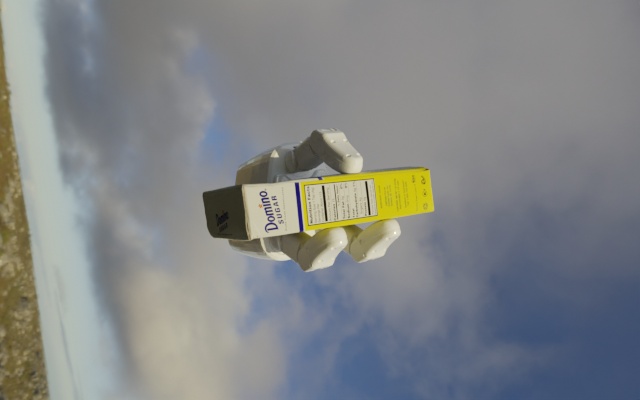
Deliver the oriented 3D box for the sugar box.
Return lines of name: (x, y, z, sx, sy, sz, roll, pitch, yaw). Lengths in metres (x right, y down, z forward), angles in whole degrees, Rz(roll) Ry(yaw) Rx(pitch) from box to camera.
sugar box: (0.000, 0.002, 0.406, 0.176, 0.048, 0.093, -10, 3, -30)
